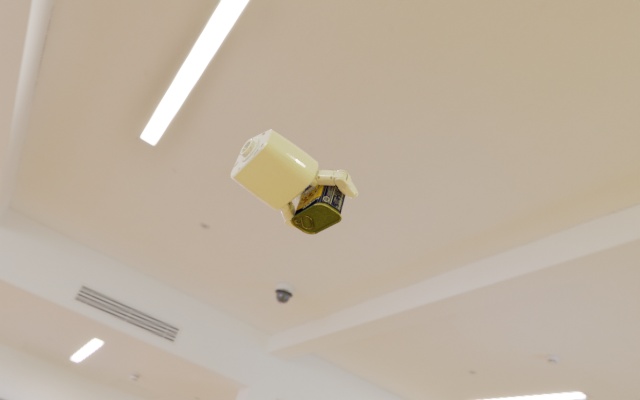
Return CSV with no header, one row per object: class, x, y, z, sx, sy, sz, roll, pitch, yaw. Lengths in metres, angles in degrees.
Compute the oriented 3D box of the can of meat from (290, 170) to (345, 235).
can of meat,0.000,0.003,0.864,0.057,0.084,0.102,34,-39,-23
